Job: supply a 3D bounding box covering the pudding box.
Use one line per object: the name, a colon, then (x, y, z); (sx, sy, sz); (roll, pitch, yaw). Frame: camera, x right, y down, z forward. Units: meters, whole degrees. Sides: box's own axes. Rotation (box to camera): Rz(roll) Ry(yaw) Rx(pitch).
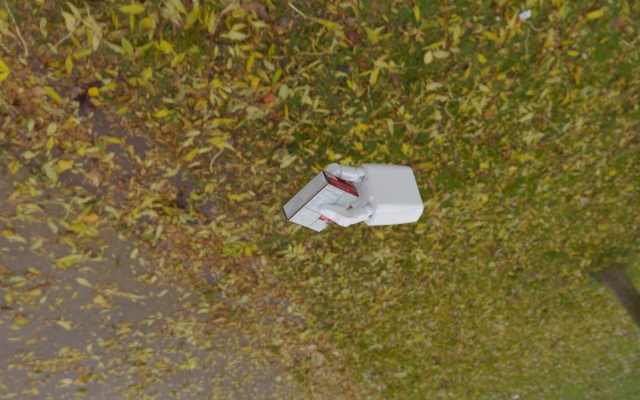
pudding box: (0.000, 0.003, 0.867); (0.113, 0.039, 0.090); (-43, -42, 23)
